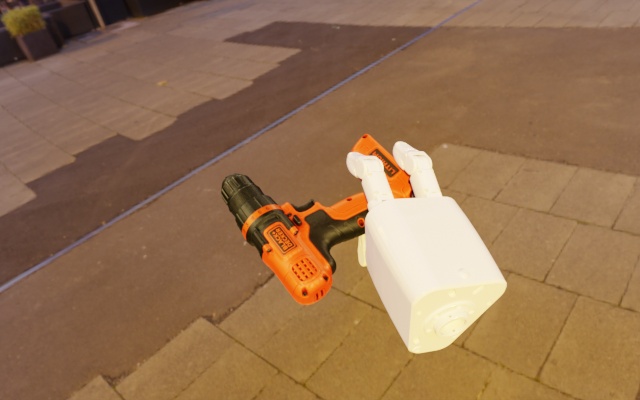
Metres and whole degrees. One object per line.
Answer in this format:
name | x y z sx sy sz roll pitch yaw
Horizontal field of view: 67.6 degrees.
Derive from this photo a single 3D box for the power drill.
power drill | 0.001 0.002 0.544 0.187 0.184 0.057 -33 -27 -15
